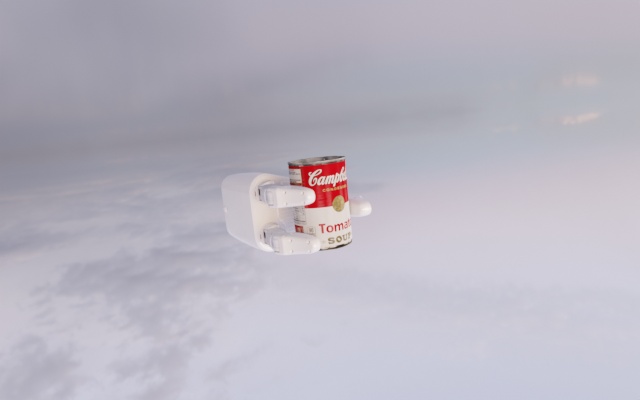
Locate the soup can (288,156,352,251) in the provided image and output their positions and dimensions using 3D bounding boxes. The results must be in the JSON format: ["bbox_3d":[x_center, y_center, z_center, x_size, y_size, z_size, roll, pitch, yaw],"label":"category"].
[{"bbox_3d":[0.000,0.002,0.563,0.068,0.102,0.068,-6,9,1],"label":"soup can"}]
